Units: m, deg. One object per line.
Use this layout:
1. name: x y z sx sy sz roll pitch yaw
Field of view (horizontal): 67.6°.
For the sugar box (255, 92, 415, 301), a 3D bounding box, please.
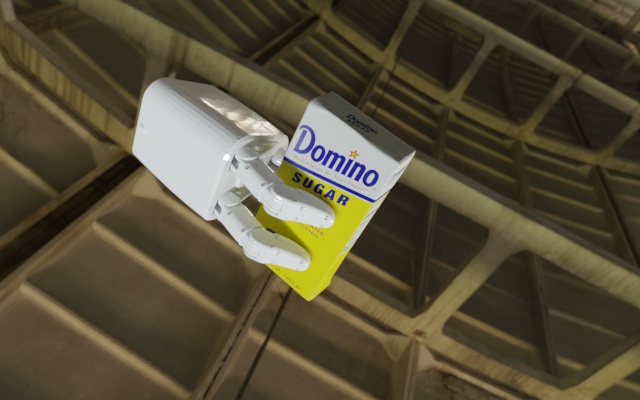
1. sugar box: 0.000 0.002 0.437 0.093 0.176 0.048 38 37 13
